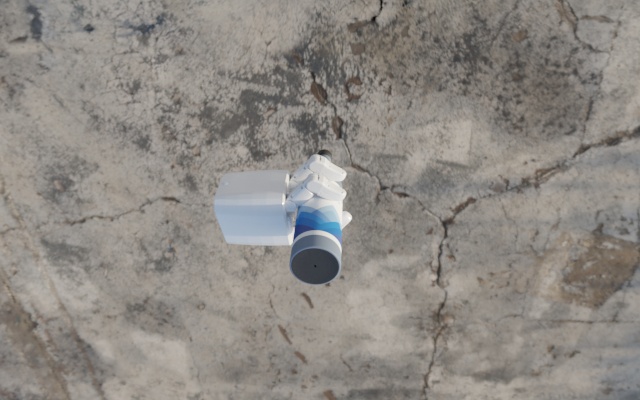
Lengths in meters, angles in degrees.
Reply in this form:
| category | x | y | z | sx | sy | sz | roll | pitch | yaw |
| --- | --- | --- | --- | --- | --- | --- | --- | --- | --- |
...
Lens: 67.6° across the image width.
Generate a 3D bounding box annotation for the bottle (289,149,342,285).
| category | x | y | z | sx | sy | sz | roll | pitch | yaw |
| --- | --- | --- | --- | --- | --- | --- | --- | --- | --- |
| bottle | 0.000 | 0.003 | 0.732 | 0.069 | 0.069 | 0.295 | 0 | 34 | 3 |
